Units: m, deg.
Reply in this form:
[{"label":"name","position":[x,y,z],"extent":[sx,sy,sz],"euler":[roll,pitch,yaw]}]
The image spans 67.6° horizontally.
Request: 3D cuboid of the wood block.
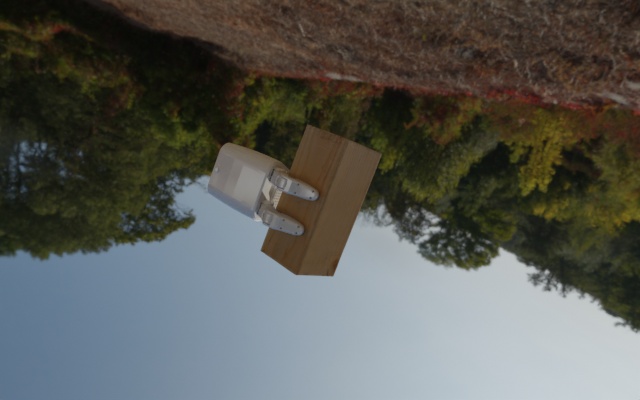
[{"label":"wood block","position":[0.000,0.002,0.728],"extent":[0.090,0.206,0.091],"euler":[27,9,39]}]
